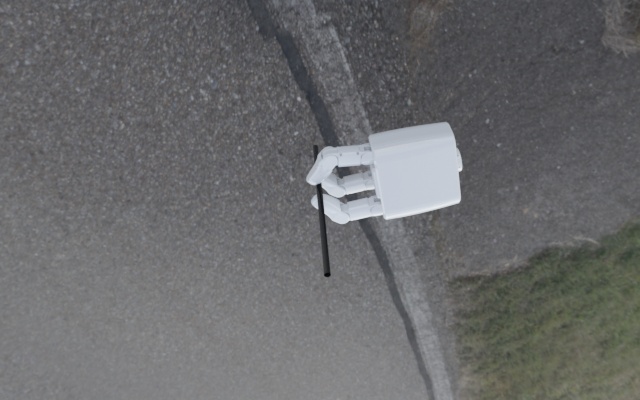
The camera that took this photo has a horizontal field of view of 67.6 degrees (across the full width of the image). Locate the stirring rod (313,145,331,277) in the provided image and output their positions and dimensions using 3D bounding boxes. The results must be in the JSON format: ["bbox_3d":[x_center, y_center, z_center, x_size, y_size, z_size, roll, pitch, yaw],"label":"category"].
[{"bbox_3d":[0.000,0.002,0.626,0.011,0.011,0.239,0,43,-5],"label":"stirring rod"}]
